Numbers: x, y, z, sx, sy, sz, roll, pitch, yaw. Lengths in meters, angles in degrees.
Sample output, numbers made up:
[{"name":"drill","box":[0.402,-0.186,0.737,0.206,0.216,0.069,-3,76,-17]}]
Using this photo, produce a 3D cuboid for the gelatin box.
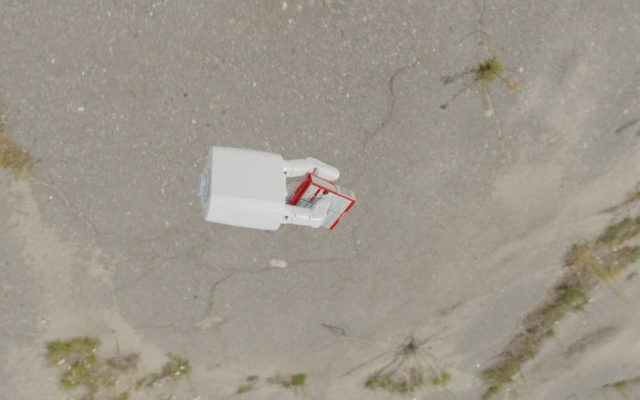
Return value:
[{"name":"gelatin box","box":[0.000,0.003,0.765,0.089,0.073,0.030,22,34,-25]}]
